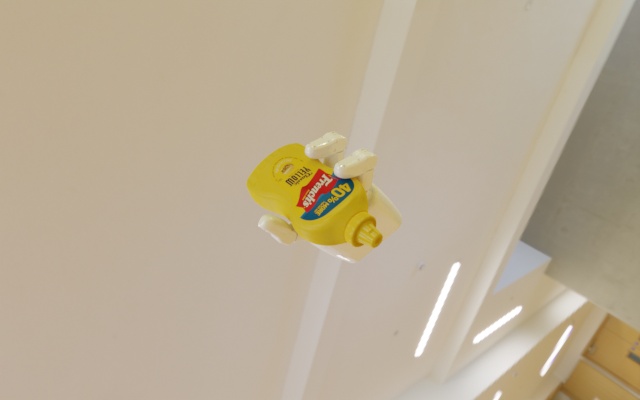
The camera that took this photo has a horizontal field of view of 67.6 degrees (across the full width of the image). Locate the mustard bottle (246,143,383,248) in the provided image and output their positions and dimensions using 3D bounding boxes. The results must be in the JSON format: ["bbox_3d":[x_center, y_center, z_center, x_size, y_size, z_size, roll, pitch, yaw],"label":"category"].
[{"bbox_3d":[0.000,0.002,0.581,0.096,0.058,0.191,-39,51,-20],"label":"mustard bottle"}]
